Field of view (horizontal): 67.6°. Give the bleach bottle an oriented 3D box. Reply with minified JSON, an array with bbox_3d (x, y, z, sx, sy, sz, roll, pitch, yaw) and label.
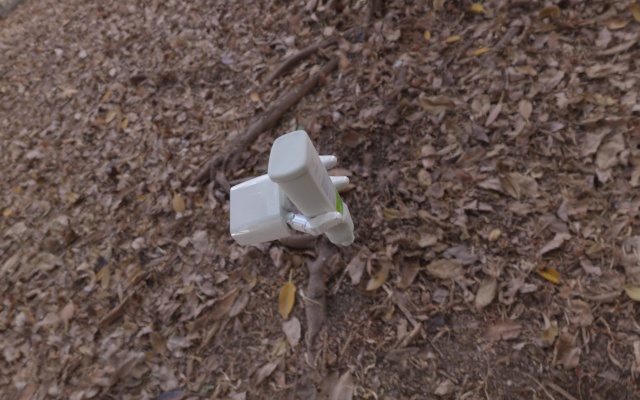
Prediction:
[{"bbox_3d":[0.000,0.003,0.816,0.068,0.102,0.251,-16,-45,19],"label":"bleach bottle"}]
